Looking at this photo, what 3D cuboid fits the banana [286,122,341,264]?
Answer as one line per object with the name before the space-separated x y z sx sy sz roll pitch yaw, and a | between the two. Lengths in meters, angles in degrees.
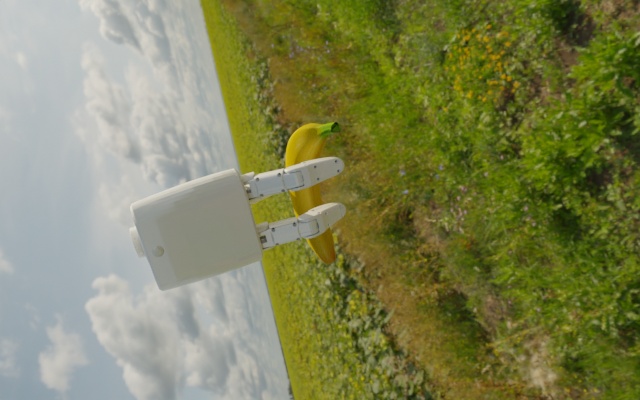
banana | -0.010 -0.011 0.542 0.037 0.198 0.069 -24 46 -25
